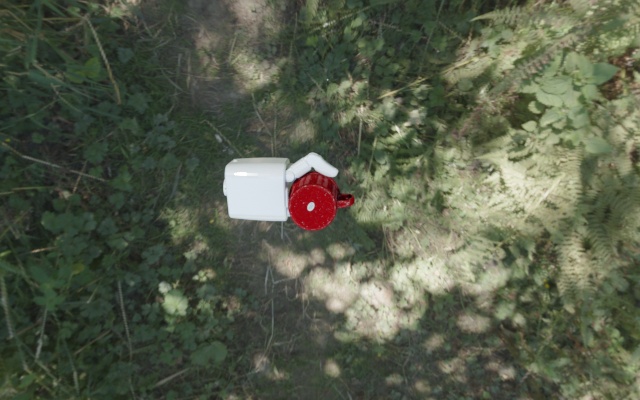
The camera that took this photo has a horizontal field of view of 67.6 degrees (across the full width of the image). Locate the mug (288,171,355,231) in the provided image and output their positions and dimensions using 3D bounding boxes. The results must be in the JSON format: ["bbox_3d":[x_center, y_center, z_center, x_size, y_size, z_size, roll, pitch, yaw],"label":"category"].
[{"bbox_3d":[0.002,0.003,0.818,0.117,0.093,0.081,0,14,2],"label":"mug"}]
